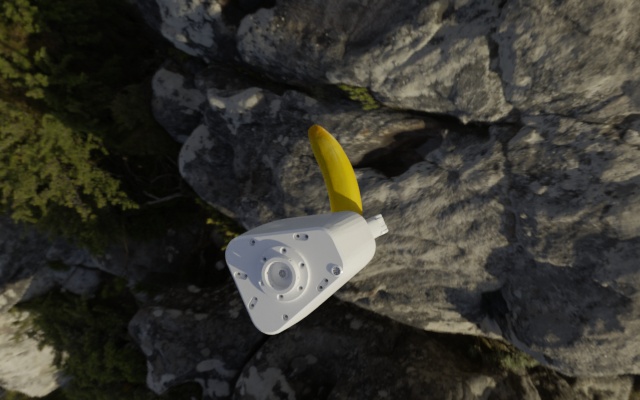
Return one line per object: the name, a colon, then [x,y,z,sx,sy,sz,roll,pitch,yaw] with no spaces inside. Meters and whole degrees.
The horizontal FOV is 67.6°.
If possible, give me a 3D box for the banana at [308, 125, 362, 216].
banana: [0.018,0.006,0.583,0.069,0.198,0.037,1,5,21]
